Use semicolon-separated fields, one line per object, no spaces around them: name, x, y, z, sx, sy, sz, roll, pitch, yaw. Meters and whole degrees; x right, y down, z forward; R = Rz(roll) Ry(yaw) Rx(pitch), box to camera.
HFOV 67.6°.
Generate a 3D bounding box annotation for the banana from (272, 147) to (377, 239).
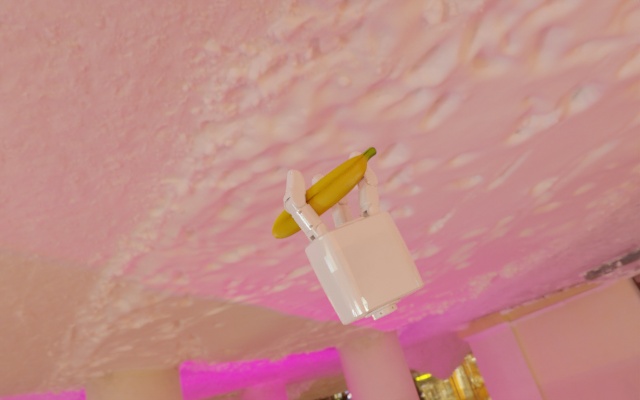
banana;-0.005;0.003;0.632;0.198;0.037;0.069;-38;-8;24
